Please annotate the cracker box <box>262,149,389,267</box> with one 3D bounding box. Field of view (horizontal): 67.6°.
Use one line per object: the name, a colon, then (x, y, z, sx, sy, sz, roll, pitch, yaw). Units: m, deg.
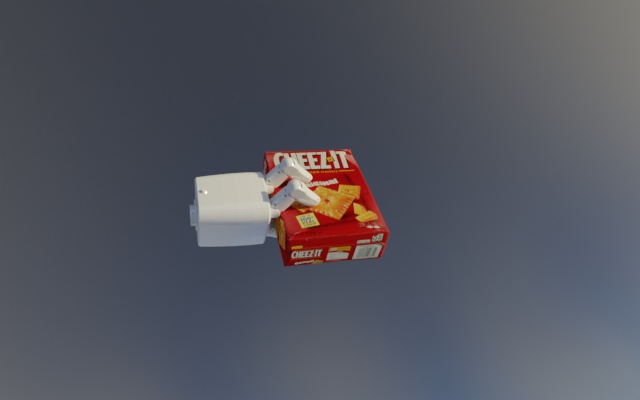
cracker box: (0.000, 0.003, 0.797, 0.164, 0.072, 0.213, -3, 44, -17)
